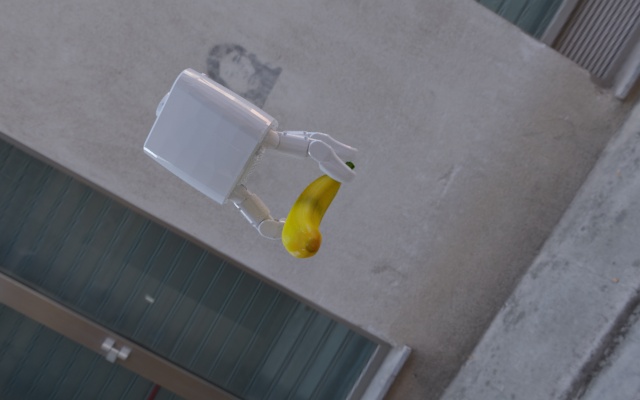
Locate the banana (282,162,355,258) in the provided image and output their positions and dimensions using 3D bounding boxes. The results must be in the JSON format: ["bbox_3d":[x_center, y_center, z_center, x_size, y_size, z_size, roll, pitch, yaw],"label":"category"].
[{"bbox_3d":[-0.010,0.013,0.500,0.037,0.070,0.197,36,29,-6],"label":"banana"}]
